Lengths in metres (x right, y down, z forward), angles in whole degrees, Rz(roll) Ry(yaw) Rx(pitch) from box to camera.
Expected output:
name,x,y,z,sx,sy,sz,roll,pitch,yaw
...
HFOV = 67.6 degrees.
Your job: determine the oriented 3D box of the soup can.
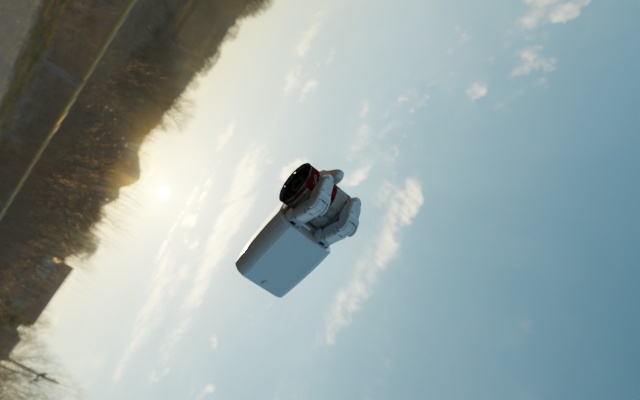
name,x,y,z,sx,sy,sz,roll,pitch,yaw
soup can,0.001,0.002,0.691,0.102,0.068,0.068,37,-17,-24
